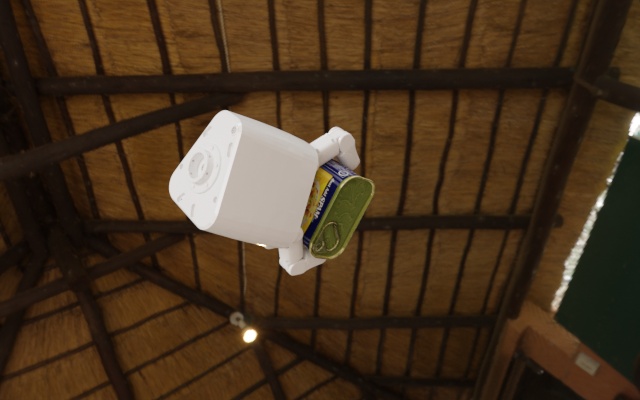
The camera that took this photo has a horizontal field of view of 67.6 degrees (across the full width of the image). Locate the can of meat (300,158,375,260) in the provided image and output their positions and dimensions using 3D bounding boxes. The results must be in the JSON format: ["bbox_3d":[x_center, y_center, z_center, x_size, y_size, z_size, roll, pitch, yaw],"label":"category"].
[{"bbox_3d":[0.000,0.002,0.545,0.057,0.102,0.084,13,19,-47],"label":"can of meat"}]
